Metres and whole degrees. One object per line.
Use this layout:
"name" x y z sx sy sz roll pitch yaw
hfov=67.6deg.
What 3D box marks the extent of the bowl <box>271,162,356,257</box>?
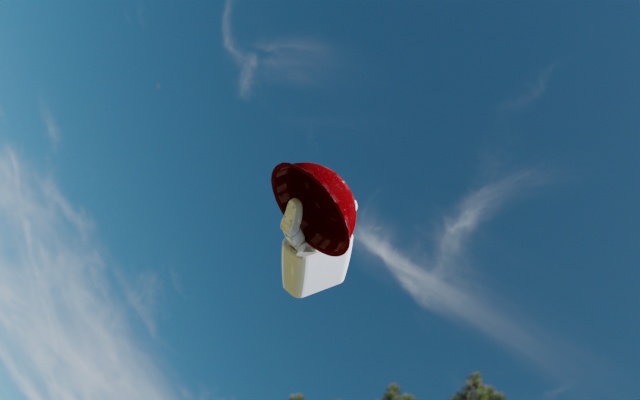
"bowl" 0.001 0.001 0.703 0.055 0.162 0.162 -37 20 -28
